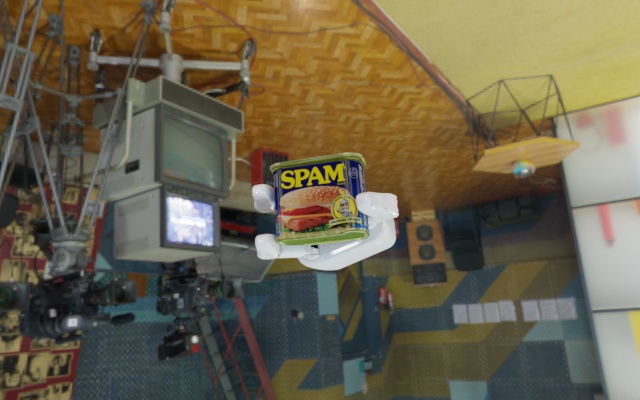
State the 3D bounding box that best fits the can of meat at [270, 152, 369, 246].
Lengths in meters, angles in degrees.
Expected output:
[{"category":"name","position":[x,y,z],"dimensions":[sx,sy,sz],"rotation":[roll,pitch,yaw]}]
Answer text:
[{"category":"can of meat","position":[0.000,0.002,0.510],"dimensions":[0.102,0.084,0.057],"rotation":[-7,-14,13]}]
